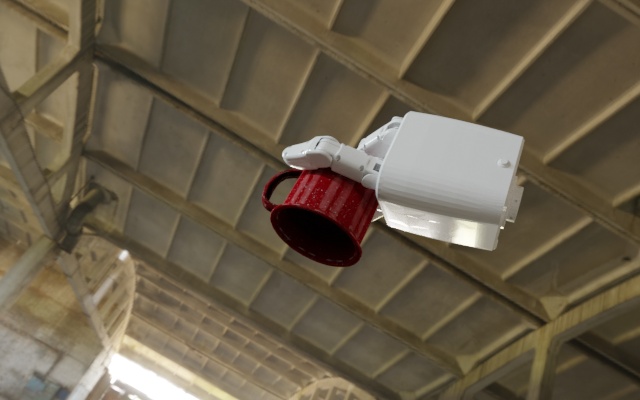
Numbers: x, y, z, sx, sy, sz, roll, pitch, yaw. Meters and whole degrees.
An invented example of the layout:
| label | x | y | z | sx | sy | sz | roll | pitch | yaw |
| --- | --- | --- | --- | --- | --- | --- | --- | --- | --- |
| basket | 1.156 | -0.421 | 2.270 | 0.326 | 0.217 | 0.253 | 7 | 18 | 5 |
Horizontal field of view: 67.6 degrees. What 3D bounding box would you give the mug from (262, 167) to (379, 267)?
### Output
| label | x | y | z | sx | sy | sz | roll | pitch | yaw |
| --- | --- | --- | --- | --- | --- | --- | --- | --- | --- |
| mug | -0.001 | 0.001 | 0.467 | 0.117 | 0.081 | 0.093 | 16 | -34 | 19 |
